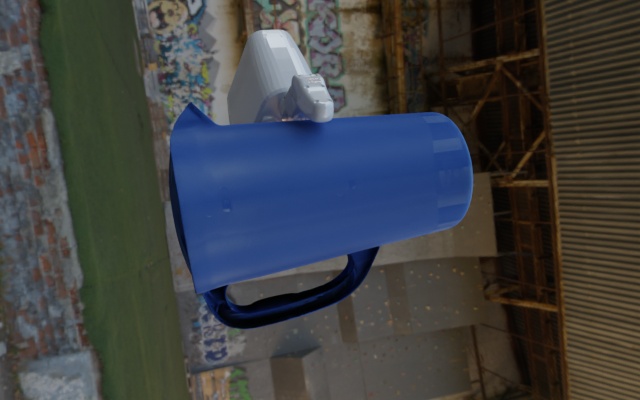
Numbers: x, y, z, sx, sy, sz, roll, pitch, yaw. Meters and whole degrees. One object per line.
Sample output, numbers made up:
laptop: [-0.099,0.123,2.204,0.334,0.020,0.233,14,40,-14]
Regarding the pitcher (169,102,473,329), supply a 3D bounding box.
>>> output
pitcher: [0.000,0.001,0.410,0.243,0.145,0.149,-9,-38,-15]
